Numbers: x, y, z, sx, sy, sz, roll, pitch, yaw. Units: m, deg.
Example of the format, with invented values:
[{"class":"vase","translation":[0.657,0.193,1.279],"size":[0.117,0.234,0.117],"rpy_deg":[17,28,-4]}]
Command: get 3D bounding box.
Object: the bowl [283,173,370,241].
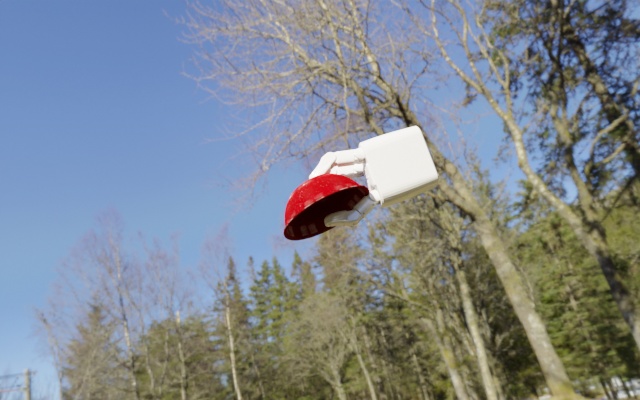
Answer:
[{"class":"bowl","translation":[-0.001,0.003,0.804],"size":[0.162,0.055,0.162],"rpy_deg":[-26,-21,-10]}]
